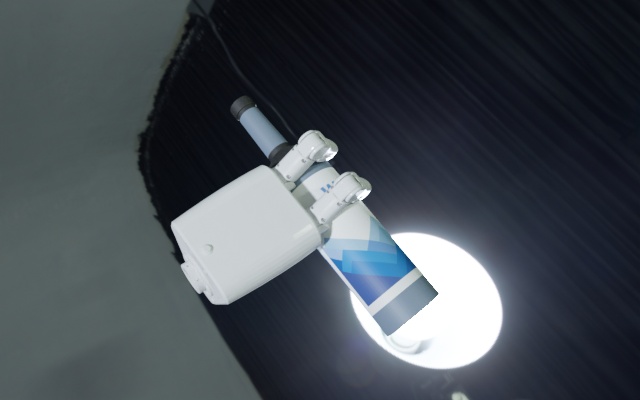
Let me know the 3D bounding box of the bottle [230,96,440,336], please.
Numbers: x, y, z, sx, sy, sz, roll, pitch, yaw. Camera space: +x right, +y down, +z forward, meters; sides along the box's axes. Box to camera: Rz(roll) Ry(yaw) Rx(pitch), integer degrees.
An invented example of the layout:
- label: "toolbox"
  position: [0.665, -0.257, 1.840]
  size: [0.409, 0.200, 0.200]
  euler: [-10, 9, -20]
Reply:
- label: "bottle"
  position: [0.000, 0.002, 0.500]
  size: [0.069, 0.295, 0.069]
  euler: [-37, -15, -11]
